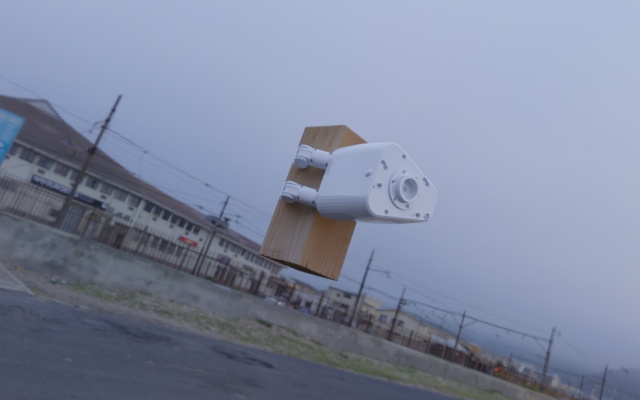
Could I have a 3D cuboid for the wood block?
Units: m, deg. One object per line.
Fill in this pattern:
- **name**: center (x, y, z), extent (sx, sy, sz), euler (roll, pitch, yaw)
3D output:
- **wood block**: center (0.001, 0.002, 0.707), extent (0.090, 0.206, 0.091), euler (6, -18, 47)
